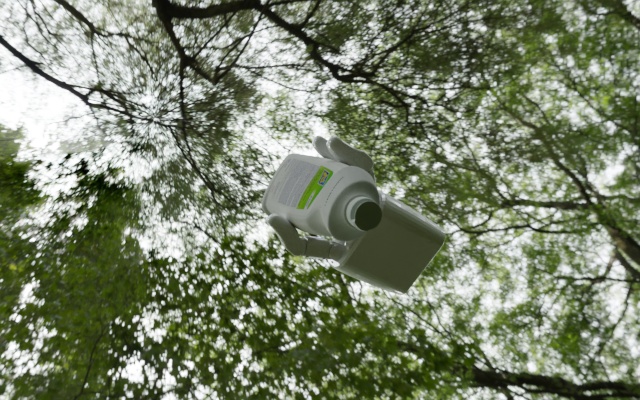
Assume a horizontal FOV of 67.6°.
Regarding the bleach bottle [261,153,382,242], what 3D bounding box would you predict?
[{"bbox_3d":[0.000,0.002,0.558,0.068,0.102,0.251,26,0,-21],"label":"bleach bottle"}]
